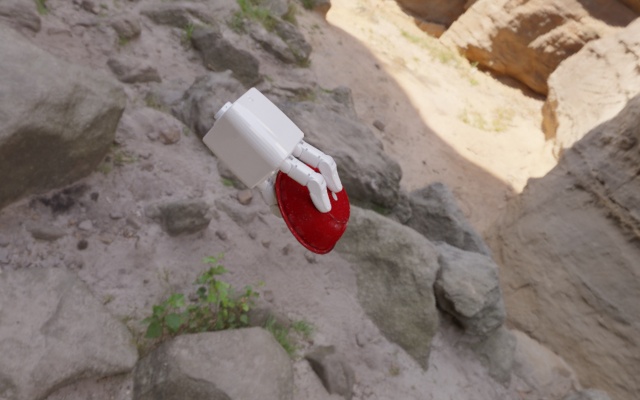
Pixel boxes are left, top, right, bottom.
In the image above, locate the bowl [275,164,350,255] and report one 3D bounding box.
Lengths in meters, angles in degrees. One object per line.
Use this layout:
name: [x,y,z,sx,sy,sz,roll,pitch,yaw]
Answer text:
bowl: [0.001,0.003,0.770,0.055,0.162,0.162,-25,-13,28]
